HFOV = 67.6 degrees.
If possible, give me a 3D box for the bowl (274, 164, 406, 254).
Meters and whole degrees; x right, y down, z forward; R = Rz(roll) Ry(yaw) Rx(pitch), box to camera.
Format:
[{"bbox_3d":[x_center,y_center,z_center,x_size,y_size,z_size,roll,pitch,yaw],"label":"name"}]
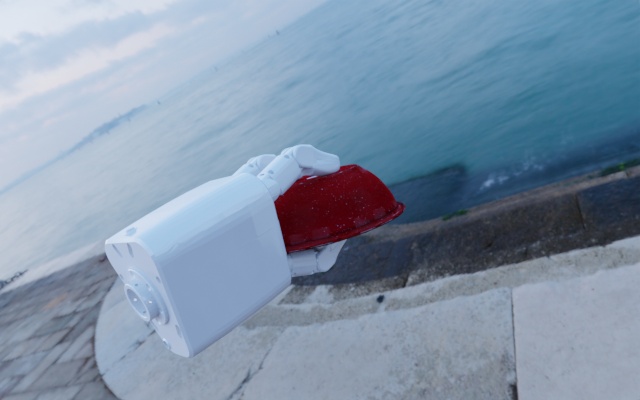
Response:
[{"bbox_3d":[0.001,0.001,0.481,0.162,0.055,0.162,-15,7,2],"label":"bowl"}]
